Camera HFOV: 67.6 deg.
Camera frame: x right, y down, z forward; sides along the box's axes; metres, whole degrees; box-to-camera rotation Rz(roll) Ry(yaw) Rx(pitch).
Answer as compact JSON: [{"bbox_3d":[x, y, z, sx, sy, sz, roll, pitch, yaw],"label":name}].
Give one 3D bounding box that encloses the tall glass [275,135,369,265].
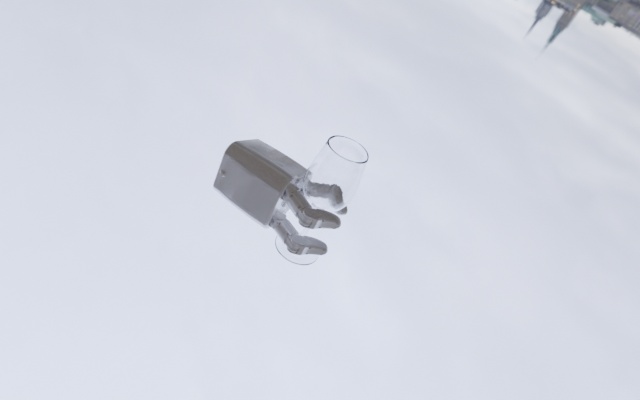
[{"bbox_3d":[0.000,0.003,0.705,0.079,0.201,0.079,18,36,-14],"label":"tall glass"}]
